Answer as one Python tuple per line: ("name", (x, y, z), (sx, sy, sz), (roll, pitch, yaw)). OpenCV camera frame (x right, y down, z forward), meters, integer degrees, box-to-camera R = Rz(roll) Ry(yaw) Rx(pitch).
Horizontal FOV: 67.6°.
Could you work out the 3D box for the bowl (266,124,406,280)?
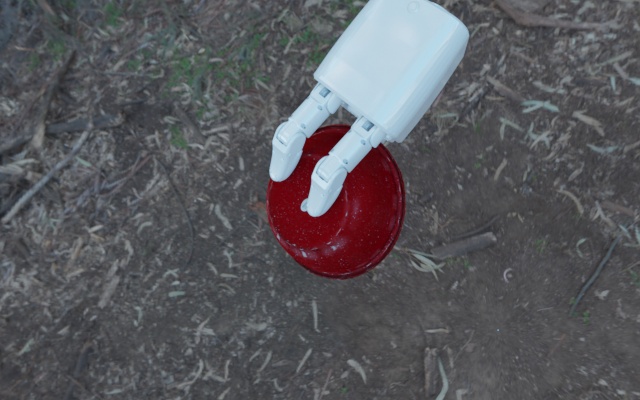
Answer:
("bowl", (-0.001, 0.003, 0.478), (0.162, 0.162, 0.055), (0, 0, 32))
